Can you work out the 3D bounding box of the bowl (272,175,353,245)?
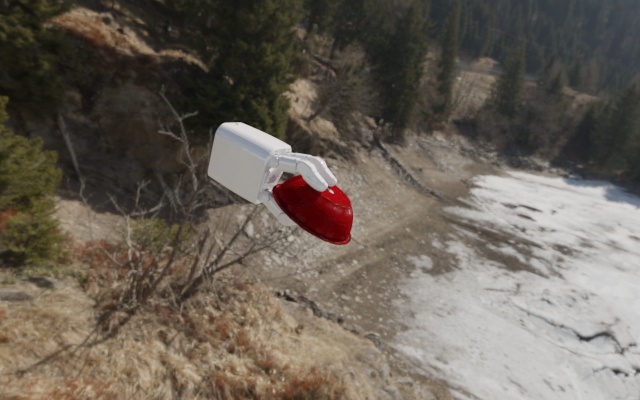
[{"bbox_3d":[0.001,0.003,0.813,0.162,0.055,0.162,32,19,-12],"label":"bowl"}]
